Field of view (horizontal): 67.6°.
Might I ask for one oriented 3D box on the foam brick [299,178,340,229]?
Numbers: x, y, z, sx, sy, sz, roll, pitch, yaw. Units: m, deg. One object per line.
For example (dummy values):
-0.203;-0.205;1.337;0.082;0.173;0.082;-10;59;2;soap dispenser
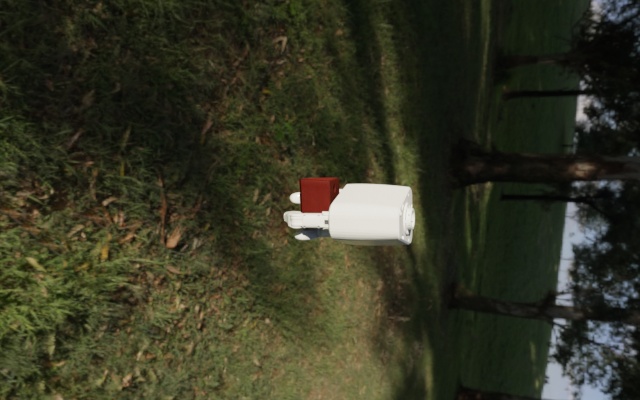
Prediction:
0.000;0.002;0.761;0.051;0.078;0.053;0;8;20;foam brick
